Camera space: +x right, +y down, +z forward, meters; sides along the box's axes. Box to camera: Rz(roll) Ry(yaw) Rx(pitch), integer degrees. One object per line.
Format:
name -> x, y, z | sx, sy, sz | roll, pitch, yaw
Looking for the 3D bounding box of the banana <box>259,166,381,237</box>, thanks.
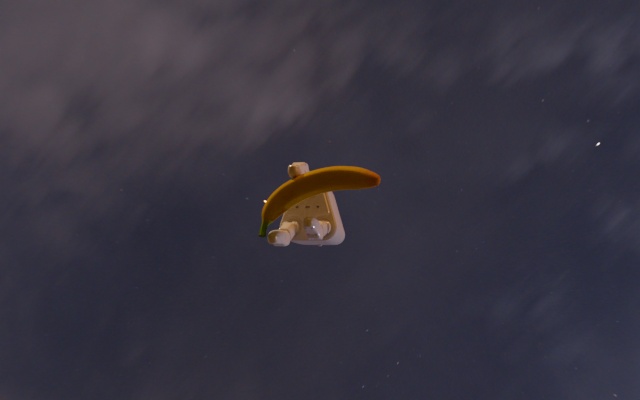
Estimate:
banana -> -0.010, -0.012, 0.717 | 0.198, 0.069, 0.037 | -26, -18, 6
